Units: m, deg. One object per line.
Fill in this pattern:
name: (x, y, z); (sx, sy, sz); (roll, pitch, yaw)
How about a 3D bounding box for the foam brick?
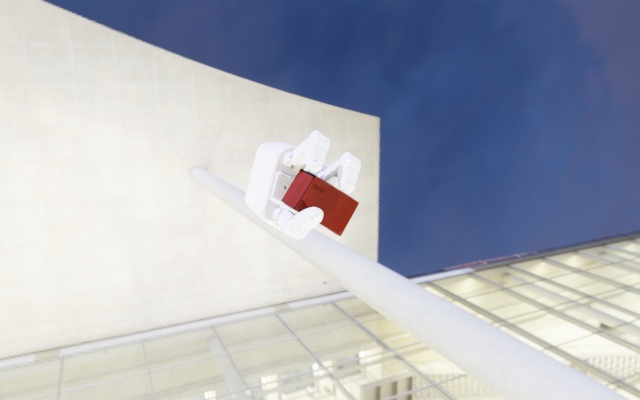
foam brick: (0.000, 0.002, 0.625); (0.078, 0.053, 0.051); (32, -2, -27)
